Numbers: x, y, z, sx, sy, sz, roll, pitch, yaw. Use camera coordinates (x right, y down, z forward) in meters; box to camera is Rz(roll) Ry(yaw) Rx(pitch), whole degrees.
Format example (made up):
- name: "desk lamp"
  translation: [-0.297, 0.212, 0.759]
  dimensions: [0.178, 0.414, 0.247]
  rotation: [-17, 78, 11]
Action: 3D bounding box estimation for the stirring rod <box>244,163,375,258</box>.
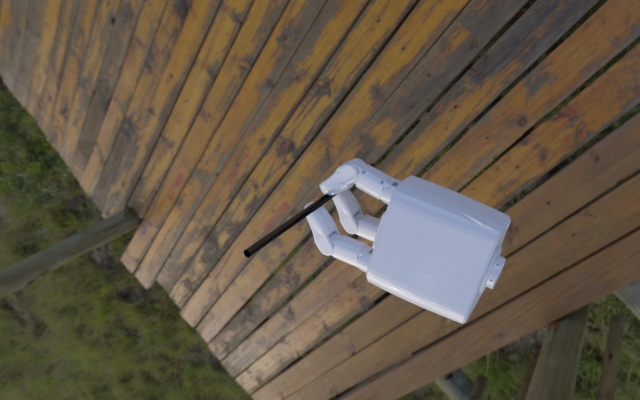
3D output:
- name: "stirring rod"
  translation: [0.000, 0.002, 0.514]
  dimensions: [0.011, 0.011, 0.239]
  rotation: [0, 22, 36]
